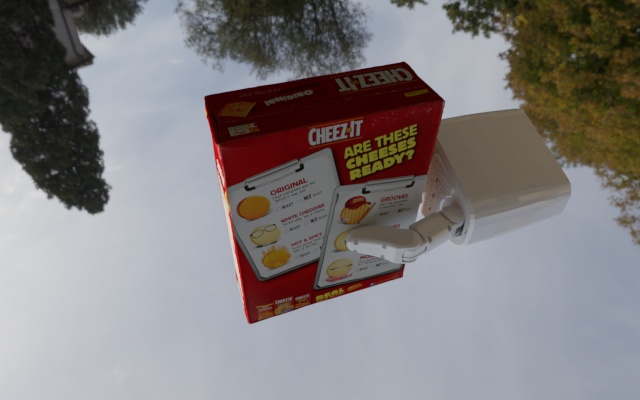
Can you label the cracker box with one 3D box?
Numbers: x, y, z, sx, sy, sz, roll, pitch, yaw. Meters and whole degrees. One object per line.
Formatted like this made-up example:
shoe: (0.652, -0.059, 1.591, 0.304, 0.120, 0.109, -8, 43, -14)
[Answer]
cracker box: (0.000, 0.002, 0.411, 0.164, 0.214, 0.072, -14, 46, -15)
